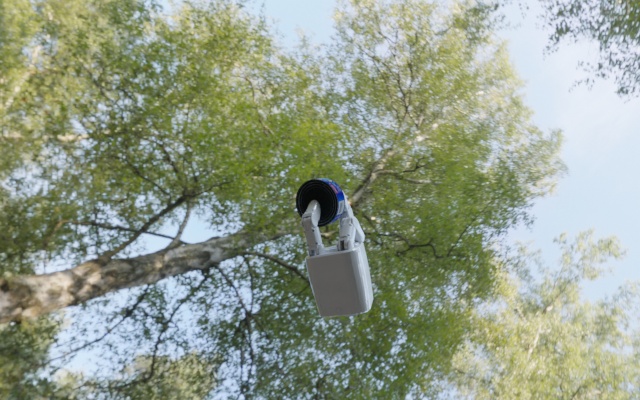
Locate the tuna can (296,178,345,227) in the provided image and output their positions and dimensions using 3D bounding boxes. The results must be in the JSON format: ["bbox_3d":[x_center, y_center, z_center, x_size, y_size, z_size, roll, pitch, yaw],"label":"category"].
[{"bbox_3d":[0.000,0.003,0.854,0.086,0.086,0.033,0,8,29],"label":"tuna can"}]
